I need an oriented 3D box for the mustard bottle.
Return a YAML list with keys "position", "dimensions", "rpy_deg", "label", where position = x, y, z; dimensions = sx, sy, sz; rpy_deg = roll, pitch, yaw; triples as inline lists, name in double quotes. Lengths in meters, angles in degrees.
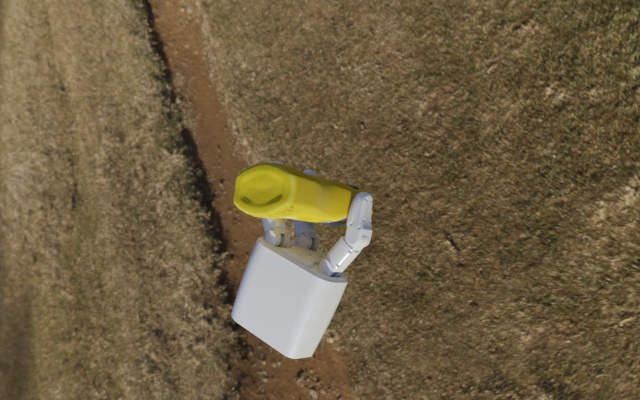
- position: [0.000, 0.001, 0.561]
  dimensions: [0.096, 0.058, 0.191]
  rpy_deg: [-1, -9, 41]
  label: "mustard bottle"
